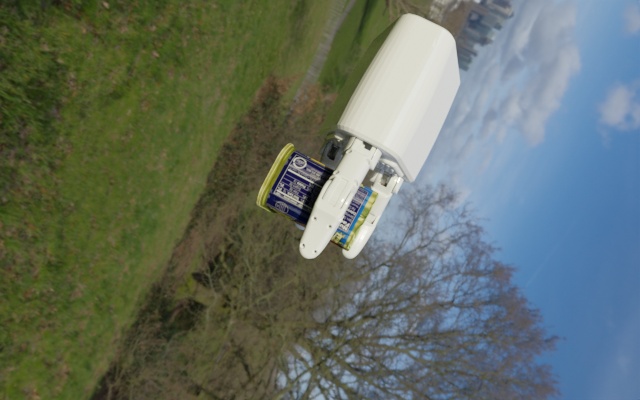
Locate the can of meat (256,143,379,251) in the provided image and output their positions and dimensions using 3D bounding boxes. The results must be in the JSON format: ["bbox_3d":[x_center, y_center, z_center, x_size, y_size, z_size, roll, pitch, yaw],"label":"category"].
[{"bbox_3d":[0.000,0.002,0.415,0.084,0.057,0.102,28,-5,5],"label":"can of meat"}]
